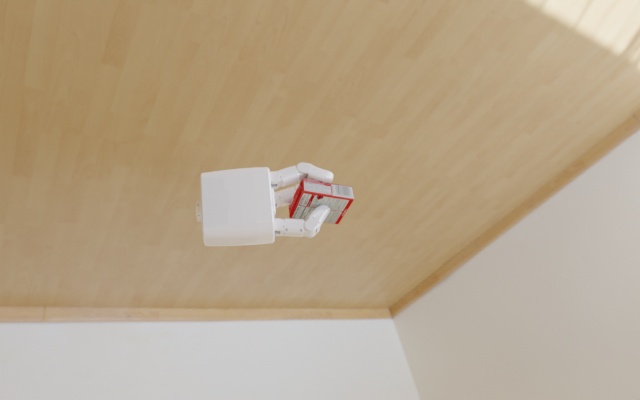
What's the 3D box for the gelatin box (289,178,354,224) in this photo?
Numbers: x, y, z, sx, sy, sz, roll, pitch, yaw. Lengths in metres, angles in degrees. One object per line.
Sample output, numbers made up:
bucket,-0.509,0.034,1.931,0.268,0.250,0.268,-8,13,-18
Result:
gelatin box,0.000,0.003,0.772,0.089,0.030,0.073,9,-39,-17
